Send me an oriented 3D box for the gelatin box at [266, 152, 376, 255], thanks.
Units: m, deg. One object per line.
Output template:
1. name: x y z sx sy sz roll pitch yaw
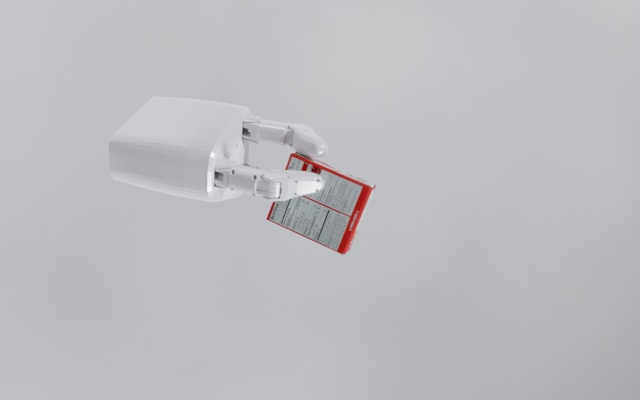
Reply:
1. gelatin box: 0.000 0.002 0.473 0.089 0.073 0.030 24 13 13
